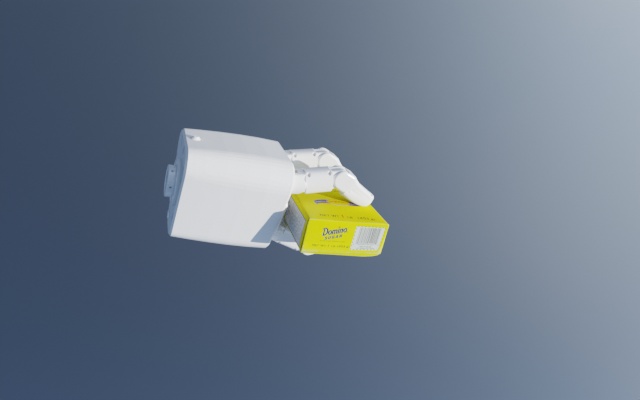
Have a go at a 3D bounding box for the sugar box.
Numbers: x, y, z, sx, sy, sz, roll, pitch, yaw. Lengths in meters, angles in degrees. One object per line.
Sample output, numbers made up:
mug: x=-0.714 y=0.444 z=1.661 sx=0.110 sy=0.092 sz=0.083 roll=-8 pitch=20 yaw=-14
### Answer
sugar box: x=0.000 y=0.001 z=0.559 sx=0.093 sy=0.048 sz=0.176 roll=6 pitch=25 yaw=-22
